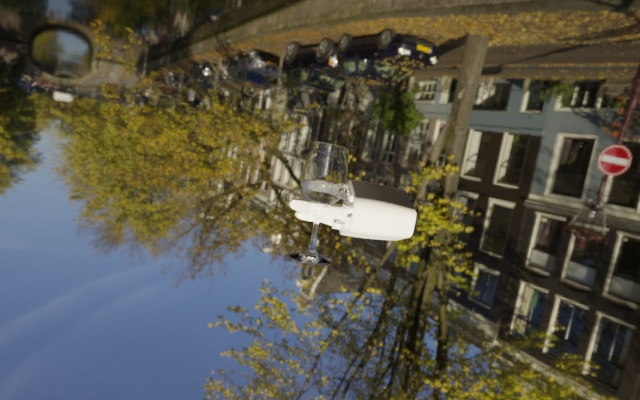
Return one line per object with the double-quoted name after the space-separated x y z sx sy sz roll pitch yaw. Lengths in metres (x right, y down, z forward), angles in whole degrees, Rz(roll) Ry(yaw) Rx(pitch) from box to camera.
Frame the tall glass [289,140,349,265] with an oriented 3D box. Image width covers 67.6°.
0.000 0.003 0.807 0.079 0.201 0.079 10 8 -1 "tall glass"
